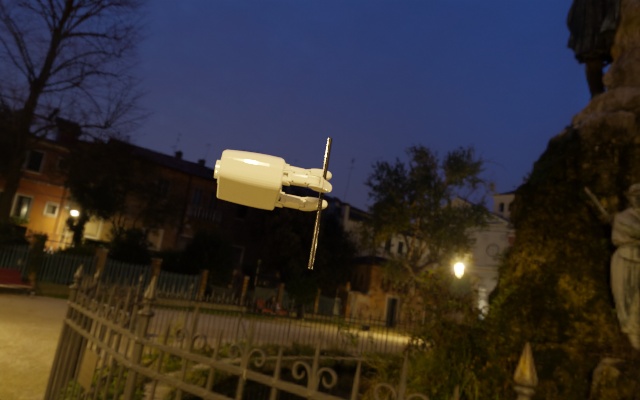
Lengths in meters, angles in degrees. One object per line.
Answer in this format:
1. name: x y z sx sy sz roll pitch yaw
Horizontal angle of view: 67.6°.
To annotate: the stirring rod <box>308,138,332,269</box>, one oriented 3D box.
1. stirring rod: 0.000 0.003 0.854 0.011 0.239 0.011 8 -11 2
